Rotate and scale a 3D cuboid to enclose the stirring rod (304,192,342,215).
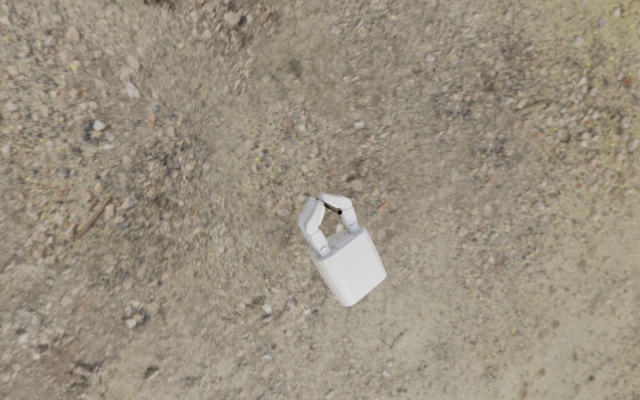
[{"bbox_3d":[0.000,0.003,0.861,0.011,0.011,0.239,0,8,-15],"label":"stirring rod"}]
